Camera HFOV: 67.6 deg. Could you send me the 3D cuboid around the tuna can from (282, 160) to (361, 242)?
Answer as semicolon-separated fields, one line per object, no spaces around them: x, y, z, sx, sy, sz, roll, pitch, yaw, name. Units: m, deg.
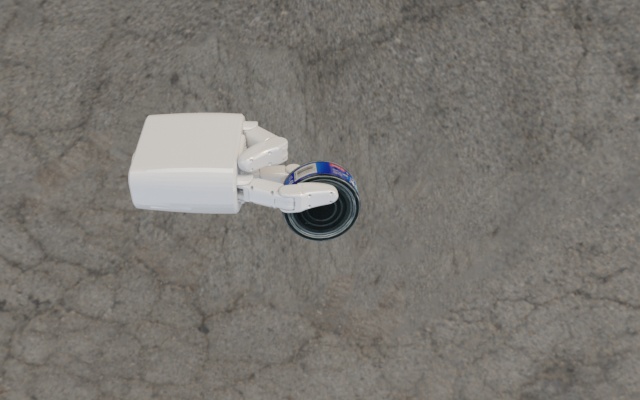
0.000;0.002;0.518;0.086;0.086;0.033;0;31;-5;tuna can
